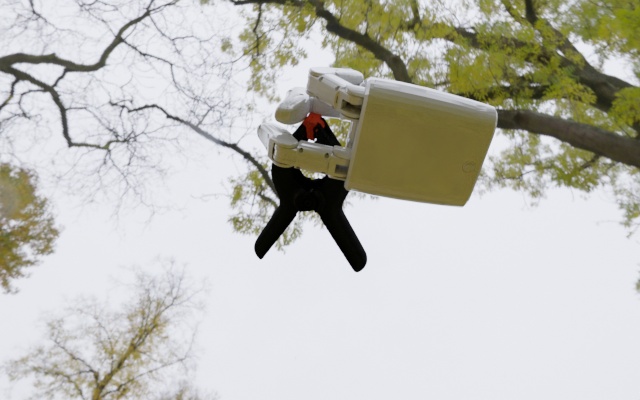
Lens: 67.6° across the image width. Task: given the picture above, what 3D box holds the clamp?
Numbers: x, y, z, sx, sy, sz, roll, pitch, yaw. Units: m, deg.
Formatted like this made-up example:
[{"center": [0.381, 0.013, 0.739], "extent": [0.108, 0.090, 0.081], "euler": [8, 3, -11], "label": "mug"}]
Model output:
[{"center": [0.000, 0.001, 0.473], "extent": [0.120, 0.172, 0.039], "euler": [11, 33, -1], "label": "clamp"}]
